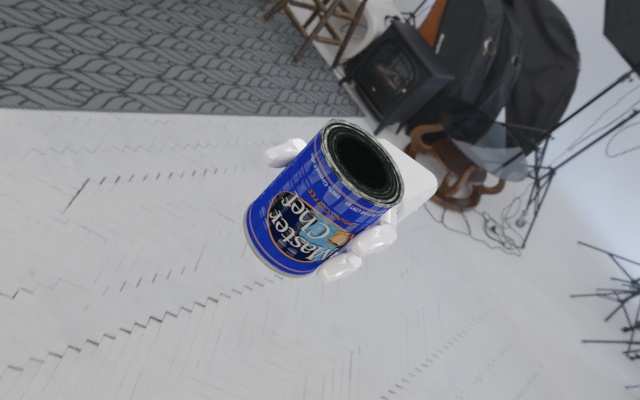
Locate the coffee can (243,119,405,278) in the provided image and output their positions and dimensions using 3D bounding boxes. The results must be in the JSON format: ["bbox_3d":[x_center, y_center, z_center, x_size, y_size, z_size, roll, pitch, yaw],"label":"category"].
[{"bbox_3d":[0.000,0.002,0.487,0.103,0.102,0.140,0,-34,-46],"label":"coffee can"}]
